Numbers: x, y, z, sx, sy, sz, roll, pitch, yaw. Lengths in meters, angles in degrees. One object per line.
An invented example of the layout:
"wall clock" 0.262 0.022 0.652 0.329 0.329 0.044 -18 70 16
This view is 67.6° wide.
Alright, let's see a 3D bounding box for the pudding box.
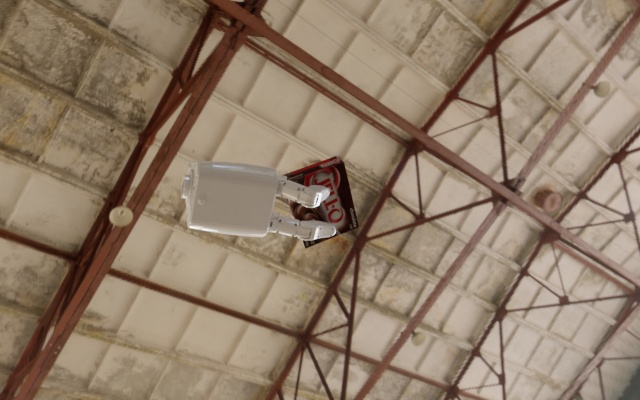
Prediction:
"pudding box" 0.000 0.002 0.698 0.090 0.113 0.039 -20 28 -11
